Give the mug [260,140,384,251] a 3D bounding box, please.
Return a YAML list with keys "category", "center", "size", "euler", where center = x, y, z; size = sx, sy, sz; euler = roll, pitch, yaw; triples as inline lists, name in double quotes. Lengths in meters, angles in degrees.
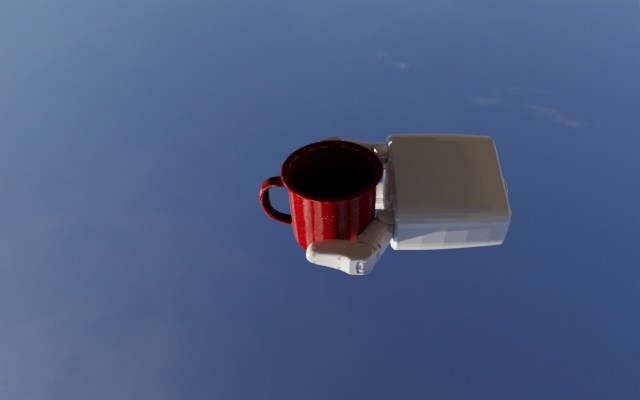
- category: "mug"
  center: [-0.001, 0.002, 0.459]
  size: [0.117, 0.082, 0.093]
  euler: [-1, 41, 3]
